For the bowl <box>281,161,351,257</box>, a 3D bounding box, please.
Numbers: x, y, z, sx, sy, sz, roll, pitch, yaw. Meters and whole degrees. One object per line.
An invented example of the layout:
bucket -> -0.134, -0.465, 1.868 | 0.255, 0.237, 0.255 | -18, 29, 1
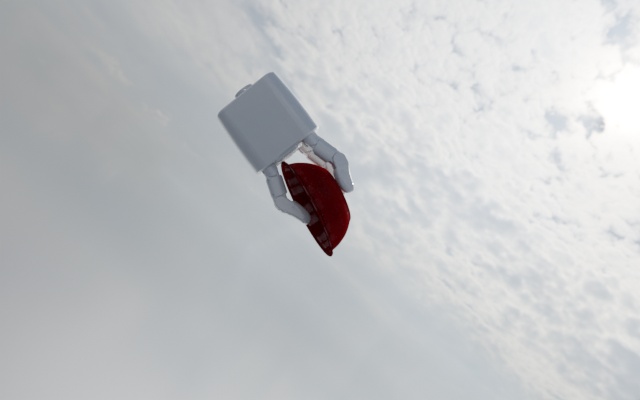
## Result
bowl -> 0.001, 0.003, 0.726 | 0.055, 0.162, 0.162 | -27, 5, -11
